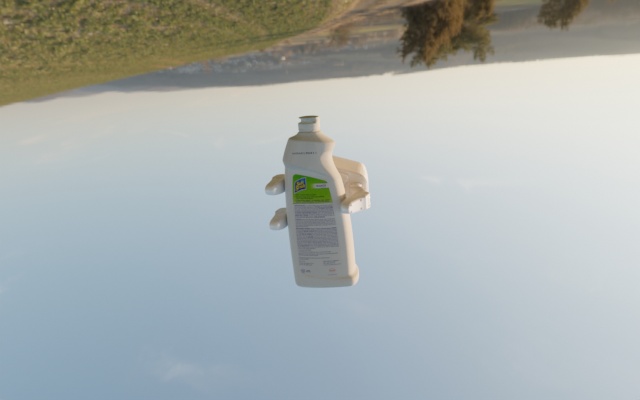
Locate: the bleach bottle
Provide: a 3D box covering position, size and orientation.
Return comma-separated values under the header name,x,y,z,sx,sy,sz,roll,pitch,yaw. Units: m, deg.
name,x,y,z,sx,sy,sz,roll,pitch,yaw
bleach bottle,0.000,0.002,0.702,0.102,0.251,0.068,-3,17,5
